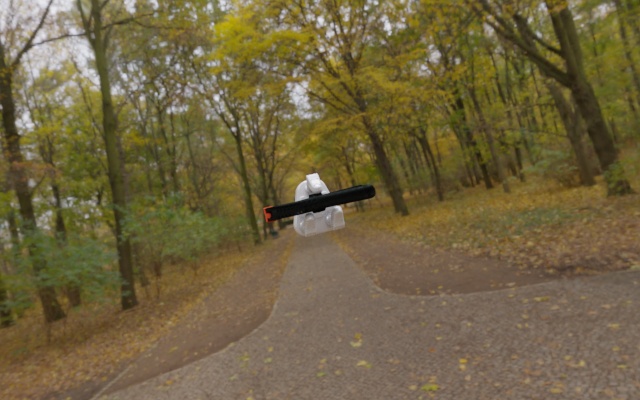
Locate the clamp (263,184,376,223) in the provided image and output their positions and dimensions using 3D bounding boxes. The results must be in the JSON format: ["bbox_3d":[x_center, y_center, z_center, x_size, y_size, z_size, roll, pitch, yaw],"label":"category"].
[{"bbox_3d":[-0.001,0.002,0.885,0.210,0.036,0.164,-14,1,-7],"label":"clamp"}]
